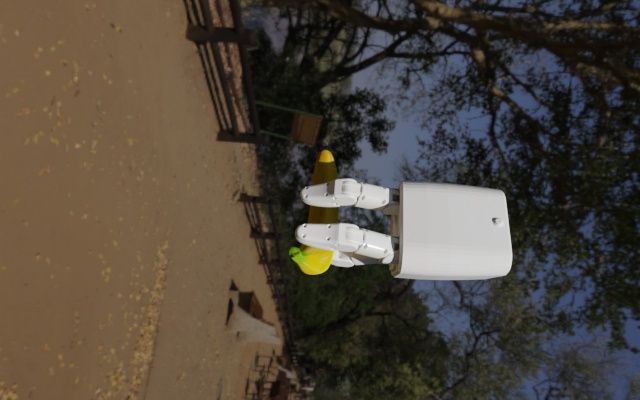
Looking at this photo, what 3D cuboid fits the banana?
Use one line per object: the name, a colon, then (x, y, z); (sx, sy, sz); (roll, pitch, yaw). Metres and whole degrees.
banana: (0.001, 0.019, 0.538); (0.037, 0.070, 0.197); (2, 36, 8)
